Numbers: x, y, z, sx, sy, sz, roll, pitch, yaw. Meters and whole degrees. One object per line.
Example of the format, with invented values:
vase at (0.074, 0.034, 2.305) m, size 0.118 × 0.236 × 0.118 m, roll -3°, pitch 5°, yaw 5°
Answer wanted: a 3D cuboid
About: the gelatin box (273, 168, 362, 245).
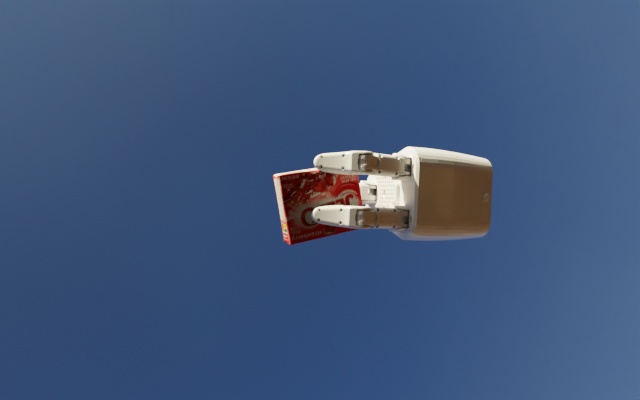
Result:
gelatin box at (0.000, 0.002, 0.508) m, size 0.089 × 0.073 × 0.030 m, roll -11°, pitch 7°, yaw -18°
